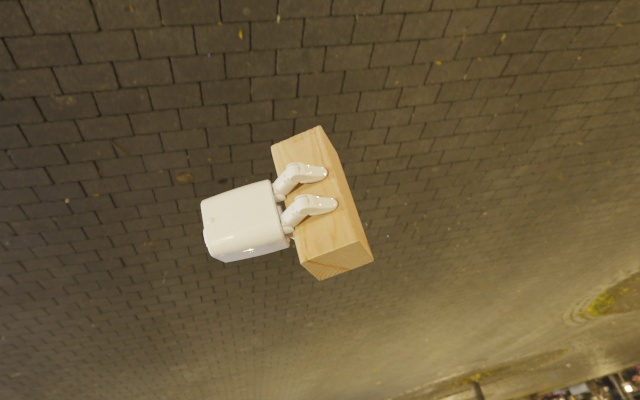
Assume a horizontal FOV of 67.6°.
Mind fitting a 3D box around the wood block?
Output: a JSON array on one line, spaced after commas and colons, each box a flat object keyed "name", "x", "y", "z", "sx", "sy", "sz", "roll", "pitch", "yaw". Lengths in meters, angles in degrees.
[{"name": "wood block", "x": 0.000, "y": 0.003, "z": 0.729, "sx": 0.090, "sy": 0.206, "sz": 0.091, "roll": -22, "pitch": -30, "yaw": 9}]
